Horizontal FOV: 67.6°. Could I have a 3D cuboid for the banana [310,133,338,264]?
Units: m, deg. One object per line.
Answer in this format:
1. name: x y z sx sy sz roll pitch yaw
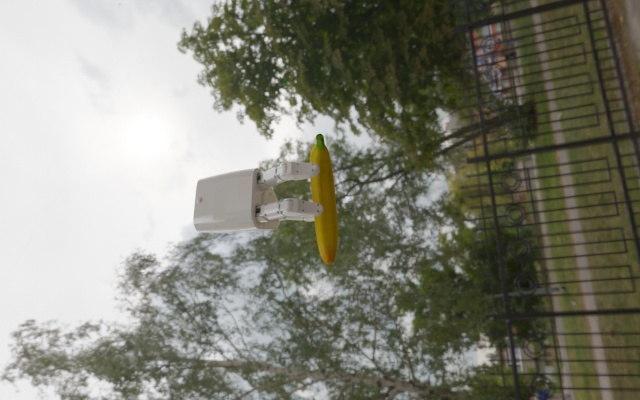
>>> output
1. banana: 0.003 -0.002 0.749 0.037 0.198 0.069 -6 2 11
